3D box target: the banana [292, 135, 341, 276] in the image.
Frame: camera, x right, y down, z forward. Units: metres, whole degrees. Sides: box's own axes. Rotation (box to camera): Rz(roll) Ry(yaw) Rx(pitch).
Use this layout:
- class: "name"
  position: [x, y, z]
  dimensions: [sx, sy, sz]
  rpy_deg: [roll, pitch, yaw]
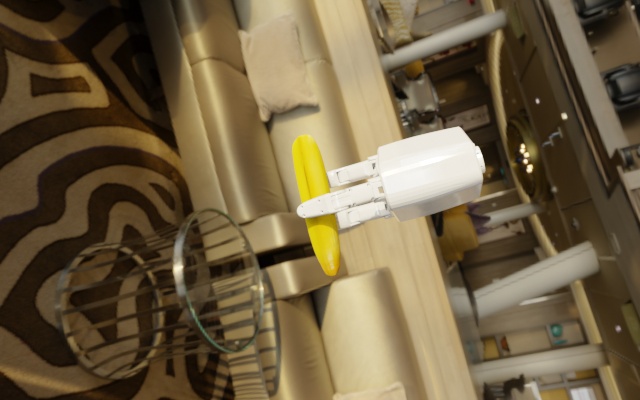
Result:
- class: "banana"
  position: [-0.005, -0.008, 0.589]
  dimensions: [0.037, 0.197, 0.070]
  rpy_deg: [-15, -24, 7]
